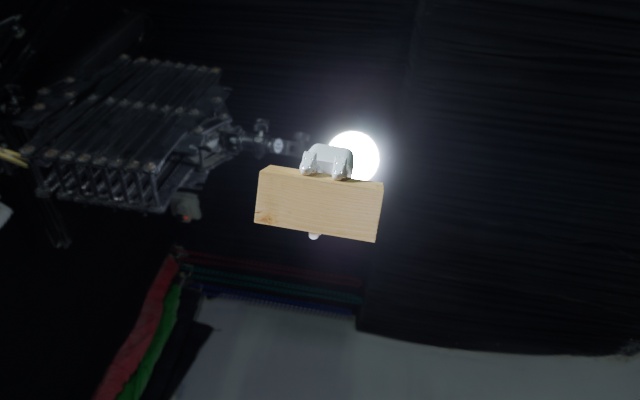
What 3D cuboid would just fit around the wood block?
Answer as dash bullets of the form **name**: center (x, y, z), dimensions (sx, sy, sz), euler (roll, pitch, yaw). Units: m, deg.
- **wood block**: center (0.000, 0.003, 0.827), dimensions (0.206, 0.091, 0.090), euler (9, 13, 5)
